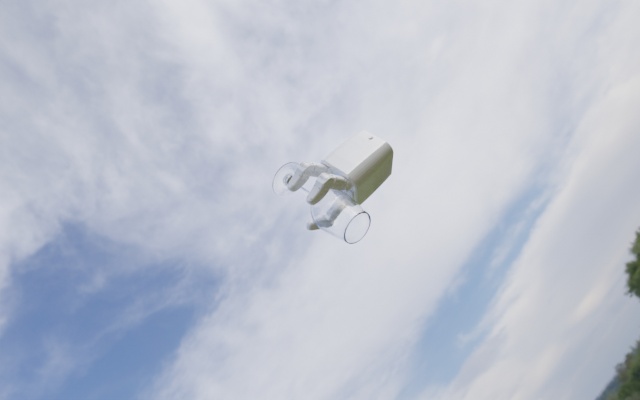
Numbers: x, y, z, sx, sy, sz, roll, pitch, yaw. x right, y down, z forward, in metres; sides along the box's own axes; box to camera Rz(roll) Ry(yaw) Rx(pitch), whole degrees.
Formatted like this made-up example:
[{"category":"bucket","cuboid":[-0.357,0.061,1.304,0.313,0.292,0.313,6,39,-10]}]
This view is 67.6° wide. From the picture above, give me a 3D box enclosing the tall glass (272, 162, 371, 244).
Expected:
[{"category":"tall glass","cuboid":[0.000,0.003,0.869,0.079,0.079,0.201,0,27,-45]}]
